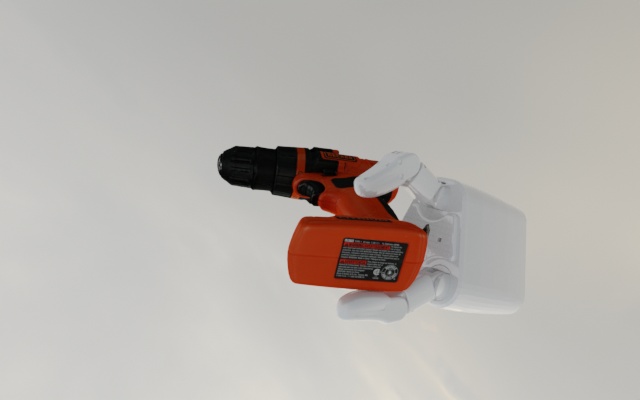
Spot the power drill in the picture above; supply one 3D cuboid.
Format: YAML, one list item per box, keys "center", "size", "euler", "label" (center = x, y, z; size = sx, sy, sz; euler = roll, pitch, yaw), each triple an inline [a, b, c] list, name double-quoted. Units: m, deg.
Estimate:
- center: [0.000, 0.002, 0.421]
  size: [0.184, 0.057, 0.187]
  euler: [5, 26, -12]
  label: "power drill"
